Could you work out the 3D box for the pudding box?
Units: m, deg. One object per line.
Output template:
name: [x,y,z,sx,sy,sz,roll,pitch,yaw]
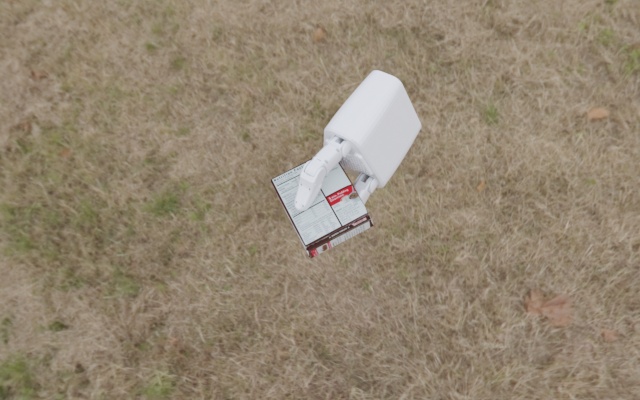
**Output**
pudding box: [0.000,0.002,0.595,0.090,0.113,0.039,-28,-31,-3]
